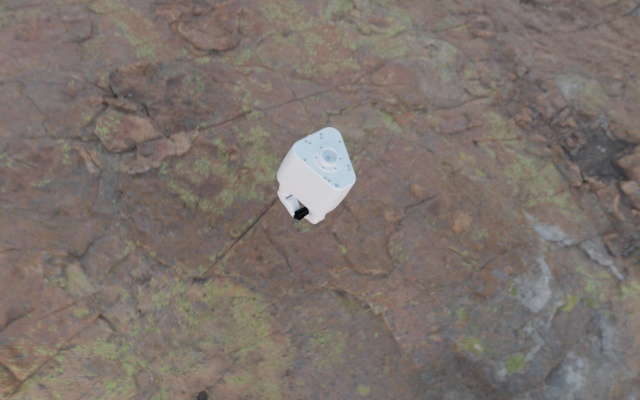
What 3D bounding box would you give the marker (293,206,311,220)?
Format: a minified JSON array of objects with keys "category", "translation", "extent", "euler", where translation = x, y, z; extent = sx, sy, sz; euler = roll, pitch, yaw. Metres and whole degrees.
[{"category":"marker","translation":[0.000,0.003,0.887],"extent":[0.121,0.020,0.020],"euler":[-30,14,-26]}]
